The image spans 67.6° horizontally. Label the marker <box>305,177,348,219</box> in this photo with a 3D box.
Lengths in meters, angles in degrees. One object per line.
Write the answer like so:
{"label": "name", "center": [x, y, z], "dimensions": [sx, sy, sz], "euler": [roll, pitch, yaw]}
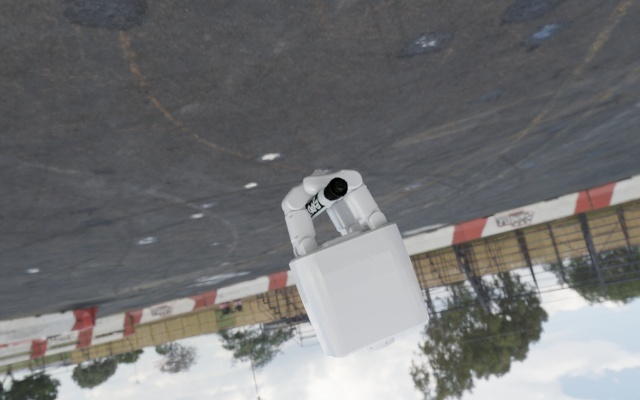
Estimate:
{"label": "marker", "center": [0.000, 0.002, 0.478], "dimensions": [0.020, 0.020, 0.121], "euler": [0, -15, -18]}
